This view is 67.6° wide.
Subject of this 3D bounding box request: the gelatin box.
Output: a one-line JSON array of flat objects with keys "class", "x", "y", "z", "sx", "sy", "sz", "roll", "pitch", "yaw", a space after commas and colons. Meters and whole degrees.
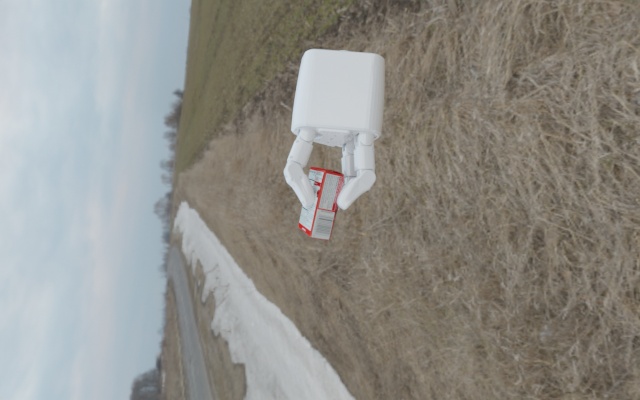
[{"class": "gelatin box", "x": 0.000, "y": 0.002, "z": 0.631, "sx": 0.030, "sy": 0.089, "sz": 0.073, "roll": 12, "pitch": 4, "yaw": -16}]
